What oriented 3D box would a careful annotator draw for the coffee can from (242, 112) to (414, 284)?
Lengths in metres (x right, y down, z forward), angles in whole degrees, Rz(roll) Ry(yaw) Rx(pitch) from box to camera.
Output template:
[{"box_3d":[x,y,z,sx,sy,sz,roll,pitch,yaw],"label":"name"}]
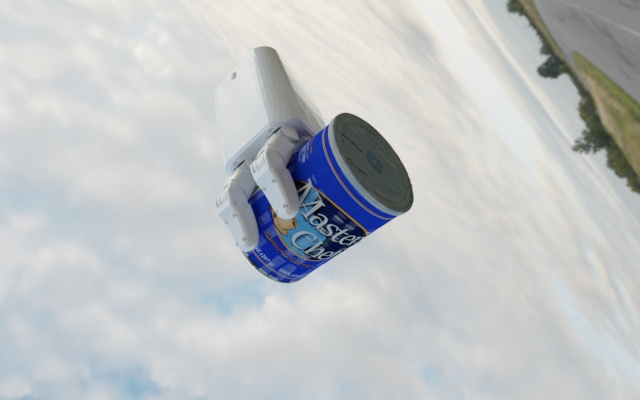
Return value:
[{"box_3d":[0.000,0.002,0.446,0.140,0.102,0.103,-37,-21,31],"label":"coffee can"}]
